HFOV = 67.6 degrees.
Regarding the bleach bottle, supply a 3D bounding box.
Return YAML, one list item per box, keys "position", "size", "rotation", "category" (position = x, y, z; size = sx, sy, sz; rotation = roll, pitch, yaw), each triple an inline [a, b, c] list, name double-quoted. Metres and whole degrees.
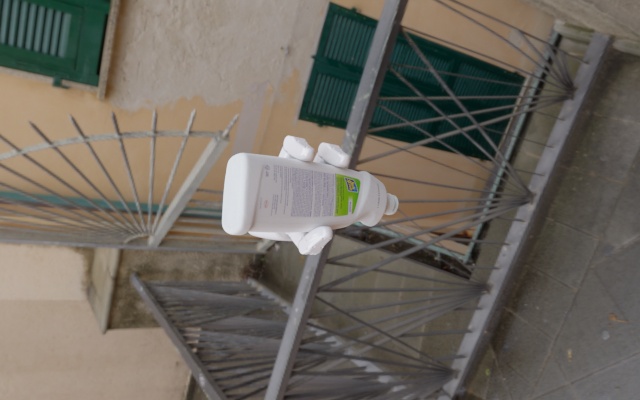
- position: [0.000, 0.002, 0.637]
  size: [0.251, 0.102, 0.068]
  rotation: [7, -6, -32]
  category: "bleach bottle"
